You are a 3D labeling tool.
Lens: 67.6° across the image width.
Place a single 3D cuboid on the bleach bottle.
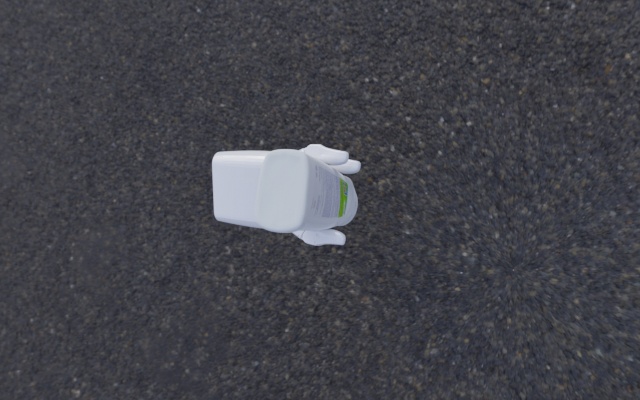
[{"bbox_3d":[0.000,0.002,0.668,0.068,0.102,0.251,5,-6,22],"label":"bleach bottle"}]
